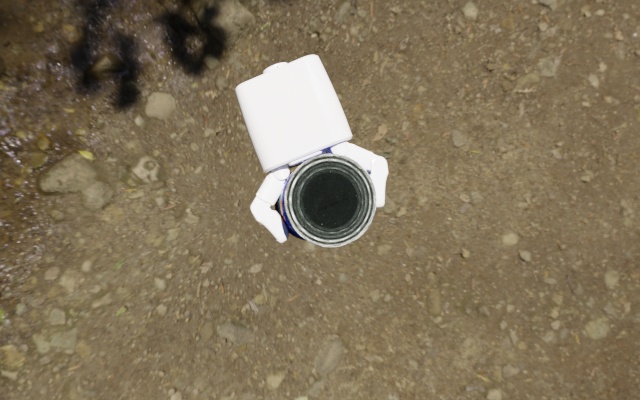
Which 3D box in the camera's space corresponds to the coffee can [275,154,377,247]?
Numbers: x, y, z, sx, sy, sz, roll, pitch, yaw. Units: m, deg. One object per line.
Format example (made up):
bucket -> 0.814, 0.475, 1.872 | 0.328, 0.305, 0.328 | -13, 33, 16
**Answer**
coffee can -> 0.000, 0.002, 0.585 | 0.103, 0.103, 0.140 | 0, -2, -10
